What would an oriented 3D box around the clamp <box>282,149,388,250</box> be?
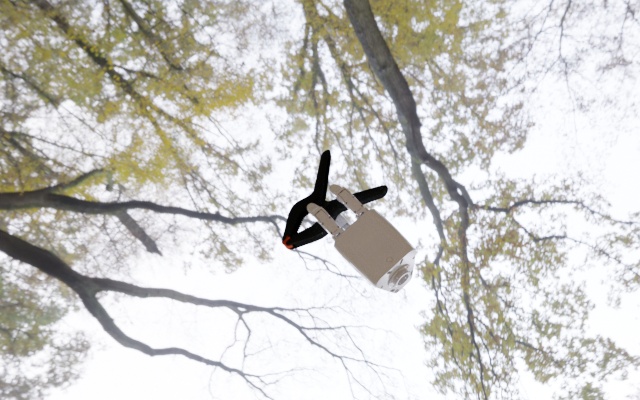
[{"bbox_3d":[0.000,0.004,0.896,0.164,0.210,0.036,44,-7,36],"label":"clamp"}]
